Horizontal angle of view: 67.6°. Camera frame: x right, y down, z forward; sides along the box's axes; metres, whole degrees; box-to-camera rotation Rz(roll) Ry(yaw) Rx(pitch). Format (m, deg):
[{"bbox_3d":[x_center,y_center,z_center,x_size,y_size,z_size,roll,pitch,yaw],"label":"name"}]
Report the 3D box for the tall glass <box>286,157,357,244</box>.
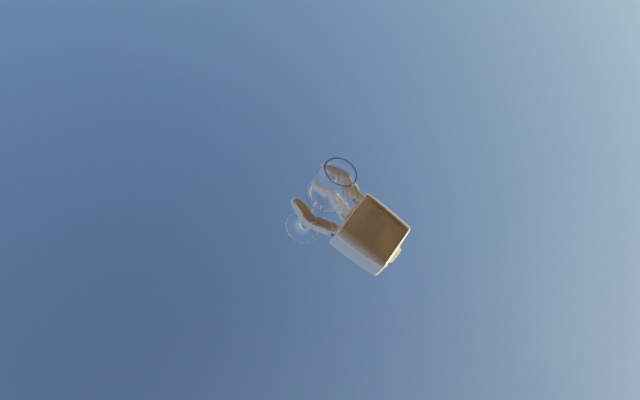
[{"bbox_3d":[0.000,0.003,0.898,0.079,0.079,0.201,0,-32,-24],"label":"tall glass"}]
